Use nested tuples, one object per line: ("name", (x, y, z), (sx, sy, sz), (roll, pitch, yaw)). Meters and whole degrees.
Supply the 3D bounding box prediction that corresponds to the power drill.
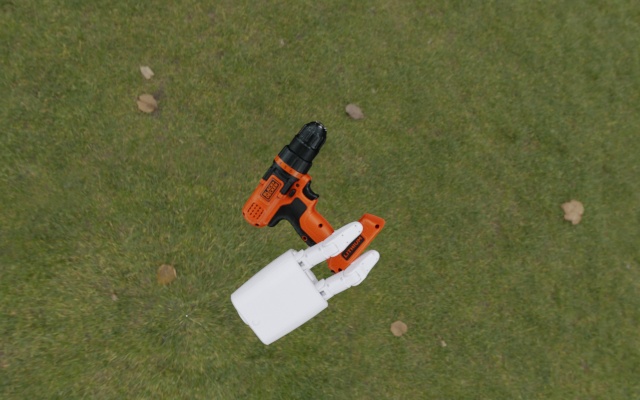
("power drill", (0.000, 0.003, 0.705), (0.187, 0.184, 0.057), (39, 15, 7))
